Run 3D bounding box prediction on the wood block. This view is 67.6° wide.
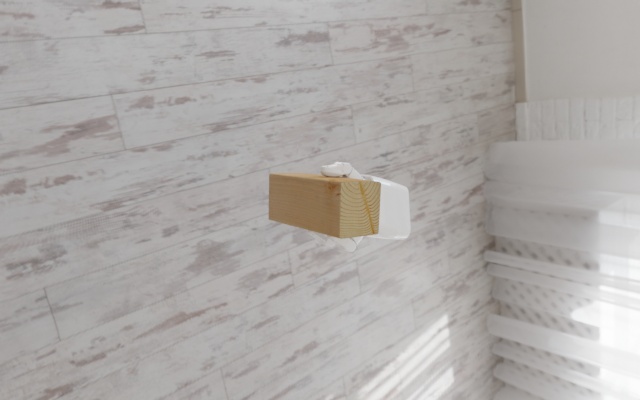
[{"bbox_3d":[0.001,0.002,0.840,0.090,0.091,0.206,-3,8,-38],"label":"wood block"}]
